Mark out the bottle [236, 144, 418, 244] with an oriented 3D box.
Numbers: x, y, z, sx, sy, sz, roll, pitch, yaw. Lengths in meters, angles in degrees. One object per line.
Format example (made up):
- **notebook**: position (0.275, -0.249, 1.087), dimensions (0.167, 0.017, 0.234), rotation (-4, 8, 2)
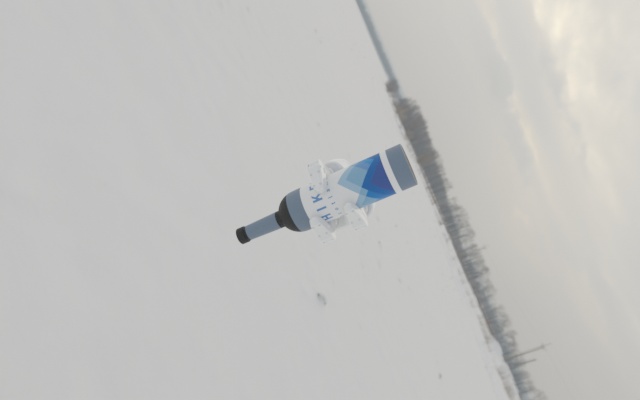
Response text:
- **bottle**: position (0.000, 0.002, 0.741), dimensions (0.296, 0.069, 0.069), rotation (-23, -6, 14)
